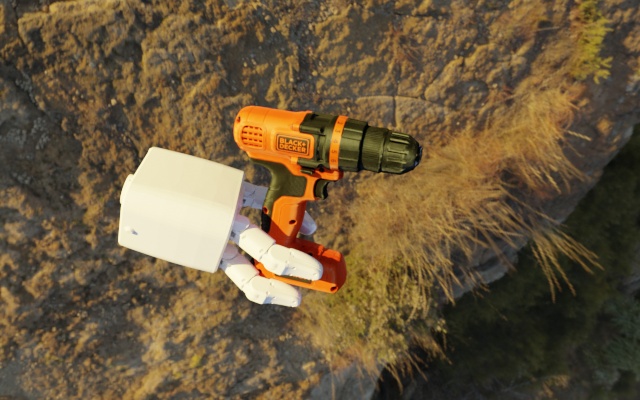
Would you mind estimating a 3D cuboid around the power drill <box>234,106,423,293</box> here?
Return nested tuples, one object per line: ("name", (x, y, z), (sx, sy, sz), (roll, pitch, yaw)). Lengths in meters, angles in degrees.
("power drill", (0.000, 0.002, 0.495), (0.184, 0.188, 0.057), (12, 27, 13))
